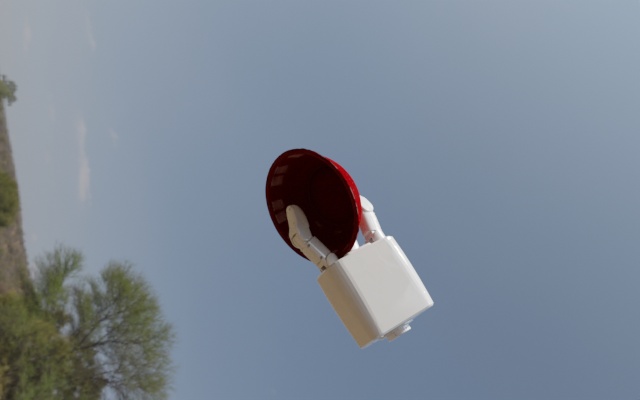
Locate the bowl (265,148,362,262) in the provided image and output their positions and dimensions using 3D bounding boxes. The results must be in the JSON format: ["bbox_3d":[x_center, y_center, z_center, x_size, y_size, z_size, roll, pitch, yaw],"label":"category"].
[{"bbox_3d":[0.000,0.001,0.652,0.162,0.162,0.055,0,18,41],"label":"bowl"}]
